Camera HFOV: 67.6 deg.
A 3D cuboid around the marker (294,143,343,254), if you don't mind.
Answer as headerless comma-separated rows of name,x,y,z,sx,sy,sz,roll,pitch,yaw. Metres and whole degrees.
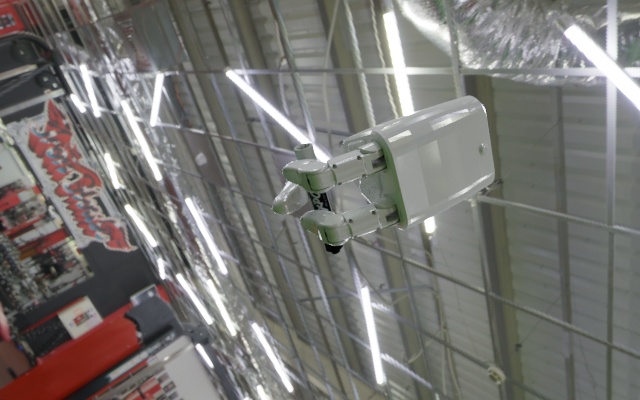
marker,0.000,0.002,0.472,0.020,0.121,0.020,-14,25,7
